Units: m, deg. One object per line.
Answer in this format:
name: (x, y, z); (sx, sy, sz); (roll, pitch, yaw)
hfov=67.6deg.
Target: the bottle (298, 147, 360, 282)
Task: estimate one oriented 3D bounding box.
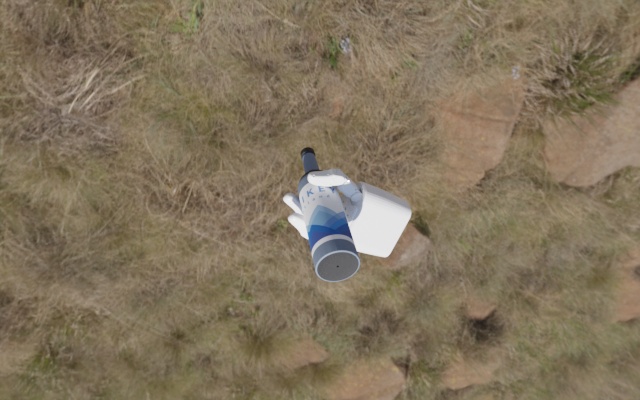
bottle: (0.000, 0.003, 0.801); (0.069, 0.069, 0.295); (0, 40, -13)
